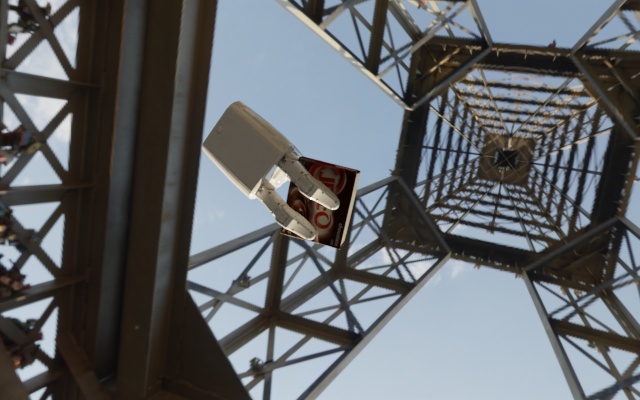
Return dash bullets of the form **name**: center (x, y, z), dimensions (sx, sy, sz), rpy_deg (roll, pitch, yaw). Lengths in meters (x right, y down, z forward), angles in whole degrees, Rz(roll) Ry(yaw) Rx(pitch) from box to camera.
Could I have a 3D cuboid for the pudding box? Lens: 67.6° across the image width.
- **pudding box**: center (0.000, 0.002, 0.671), dimensions (0.090, 0.113, 0.039), rpy_deg (14, 13, 14)
